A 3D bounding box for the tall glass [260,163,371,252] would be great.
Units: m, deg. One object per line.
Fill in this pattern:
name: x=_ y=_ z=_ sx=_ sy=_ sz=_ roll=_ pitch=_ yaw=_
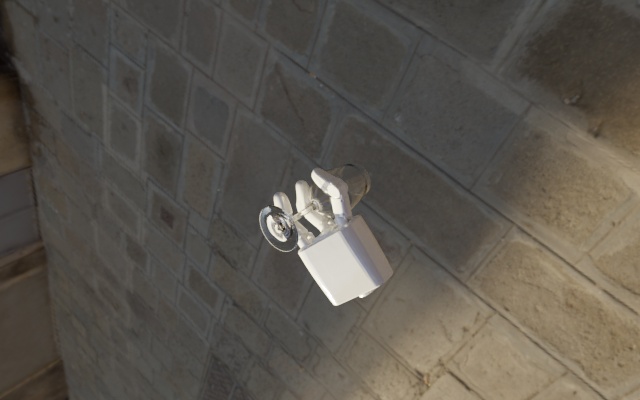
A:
tall glass: x=0.000 y=0.003 z=0.754 sx=0.079 sy=0.079 sz=0.201 roll=0 pitch=23 yaw=42
